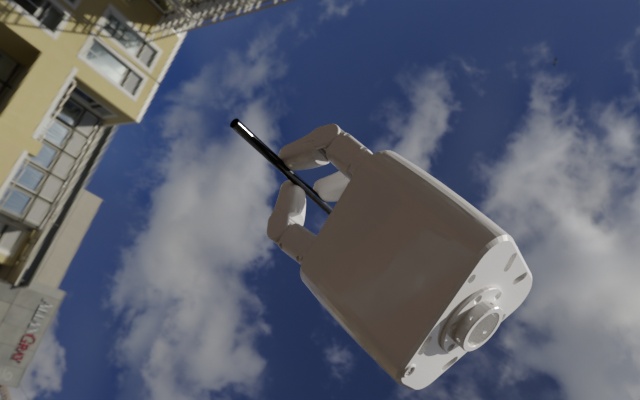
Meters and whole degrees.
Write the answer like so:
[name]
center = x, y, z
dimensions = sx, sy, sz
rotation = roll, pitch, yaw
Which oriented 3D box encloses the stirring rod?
[stirring rod]
center = 0.000, 0.001, 0.425
dimensions = 0.011, 0.011, 0.240
rotation = 0, -28, 35
